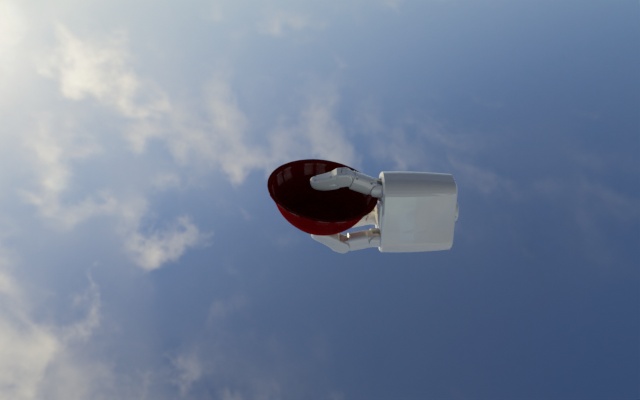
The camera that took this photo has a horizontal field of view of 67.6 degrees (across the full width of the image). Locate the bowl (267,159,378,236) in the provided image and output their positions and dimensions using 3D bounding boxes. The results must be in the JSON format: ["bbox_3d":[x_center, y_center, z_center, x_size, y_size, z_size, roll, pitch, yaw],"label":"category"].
[{"bbox_3d":[-0.001,0.003,0.704,0.162,0.055,0.162,7,35,-5],"label":"bowl"}]
